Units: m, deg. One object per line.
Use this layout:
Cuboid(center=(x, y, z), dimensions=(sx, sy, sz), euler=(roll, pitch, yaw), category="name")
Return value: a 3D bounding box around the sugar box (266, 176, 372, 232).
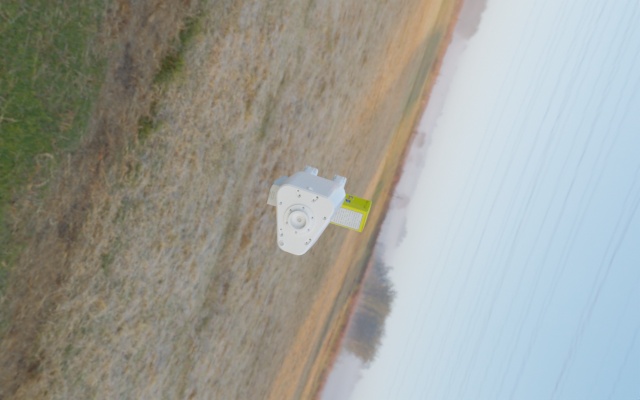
Cuboid(center=(0.000, 0.002, 0.865), dimensions=(0.176, 0.048, 0.093), euler=(19, 14, 6), category="sugar box")
